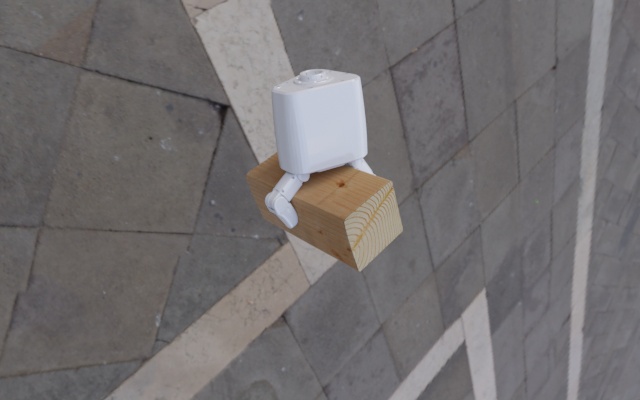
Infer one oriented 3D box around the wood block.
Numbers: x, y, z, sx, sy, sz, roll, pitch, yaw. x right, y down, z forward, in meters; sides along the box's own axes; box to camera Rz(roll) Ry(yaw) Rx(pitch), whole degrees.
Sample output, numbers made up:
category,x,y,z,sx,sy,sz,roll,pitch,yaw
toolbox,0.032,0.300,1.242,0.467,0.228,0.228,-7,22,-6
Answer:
category,x,y,z,sx,sy,sz,roll,pitch,yaw
wood block,0.000,0.002,0.665,0.090,0.090,0.206,-39,40,-26
